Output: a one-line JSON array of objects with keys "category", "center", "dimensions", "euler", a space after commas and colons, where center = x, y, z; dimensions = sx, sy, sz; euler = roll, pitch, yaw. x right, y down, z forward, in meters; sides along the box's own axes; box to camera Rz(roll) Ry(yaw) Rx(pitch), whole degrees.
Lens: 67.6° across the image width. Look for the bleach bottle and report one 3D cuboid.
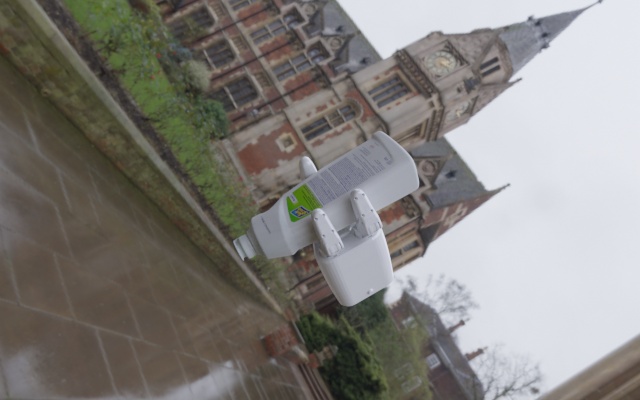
[{"category": "bleach bottle", "center": [0.000, 0.002, 0.637], "dimensions": [0.251, 0.068, 0.102], "euler": [-28, 39, -8]}]
